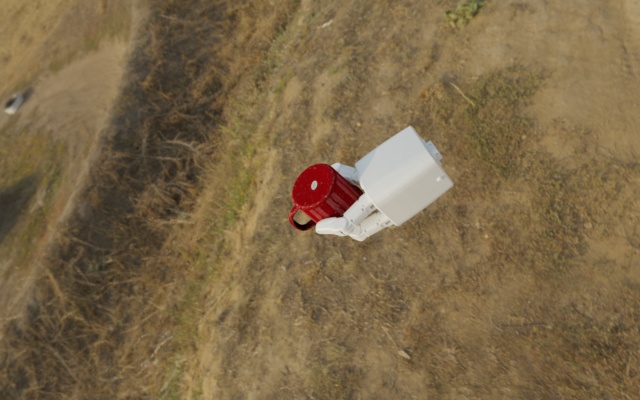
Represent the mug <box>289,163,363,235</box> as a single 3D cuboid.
[{"bbox_3d":[-0.001,0.003,0.745,0.117,0.093,0.081,-38,-45,12],"label":"mug"}]
